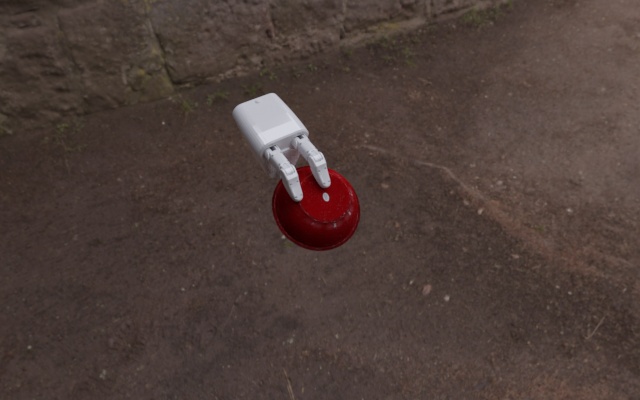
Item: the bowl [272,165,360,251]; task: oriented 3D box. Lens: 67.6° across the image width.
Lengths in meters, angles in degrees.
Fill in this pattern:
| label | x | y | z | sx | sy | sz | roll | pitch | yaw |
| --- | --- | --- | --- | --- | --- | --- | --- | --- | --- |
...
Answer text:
| label | x | y | z | sx | sy | sz | roll | pitch | yaw |
| --- | --- | --- | --- | --- | --- | --- | --- | --- | --- |
| bowl | 0.001 | 0.004 | 0.822 | 0.162 | 0.162 | 0.055 | 0 | -20 | -16 |
